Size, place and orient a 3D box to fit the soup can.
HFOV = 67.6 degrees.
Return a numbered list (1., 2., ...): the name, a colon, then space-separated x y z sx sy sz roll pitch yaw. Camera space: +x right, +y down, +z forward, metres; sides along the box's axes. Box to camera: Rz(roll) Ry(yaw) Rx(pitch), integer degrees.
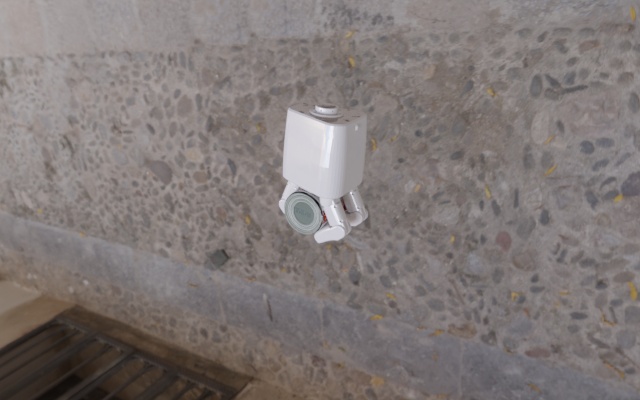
1. soup can: 0.000 0.003 0.728 0.068 0.068 0.102 0 20 33
